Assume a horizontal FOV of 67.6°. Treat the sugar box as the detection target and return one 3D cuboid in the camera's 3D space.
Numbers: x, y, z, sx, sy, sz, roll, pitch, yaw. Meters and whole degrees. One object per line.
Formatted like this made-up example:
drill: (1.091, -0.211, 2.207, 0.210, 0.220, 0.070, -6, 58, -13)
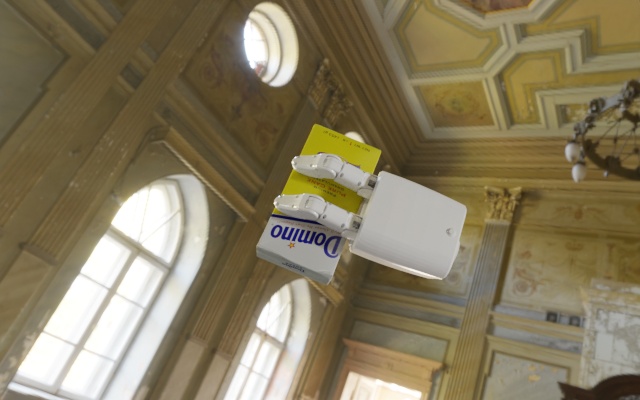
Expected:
sugar box: (0.000, 0.002, 0.574, 0.093, 0.176, 0.048, 22, -25, 2)
